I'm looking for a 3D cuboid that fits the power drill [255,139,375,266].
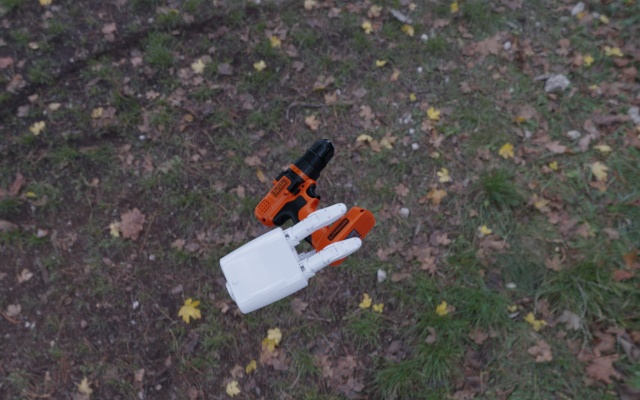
[{"bbox_3d":[0.000,0.003,0.787,0.187,0.184,0.057,40,-1,37],"label":"power drill"}]
